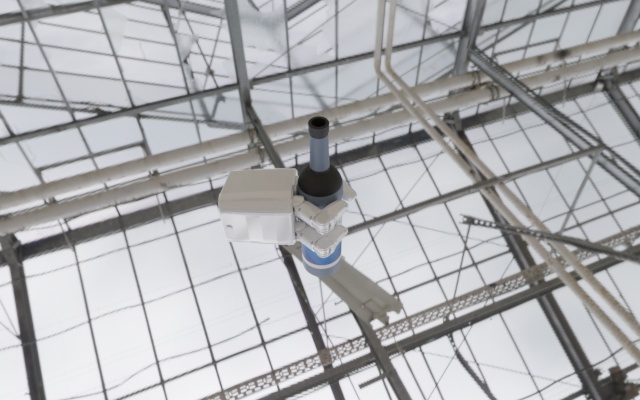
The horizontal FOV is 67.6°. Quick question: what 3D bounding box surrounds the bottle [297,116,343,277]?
[{"bbox_3d":[0.000,0.003,0.716,0.069,0.069,0.296,0,-44,1],"label":"bottle"}]
